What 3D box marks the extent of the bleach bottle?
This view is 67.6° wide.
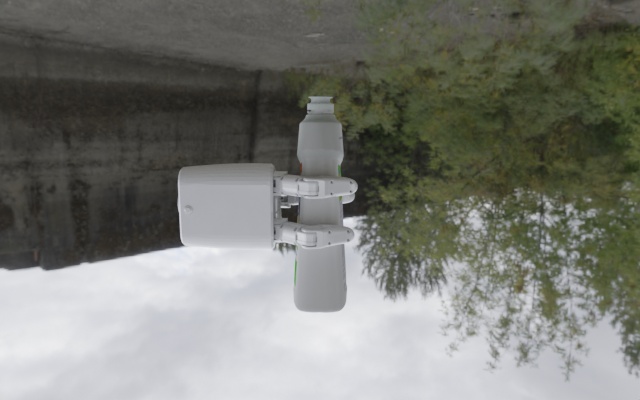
[{"bbox_3d":[0.000,0.002,0.583,0.068,0.251,0.102,0,10,1],"label":"bleach bottle"}]
